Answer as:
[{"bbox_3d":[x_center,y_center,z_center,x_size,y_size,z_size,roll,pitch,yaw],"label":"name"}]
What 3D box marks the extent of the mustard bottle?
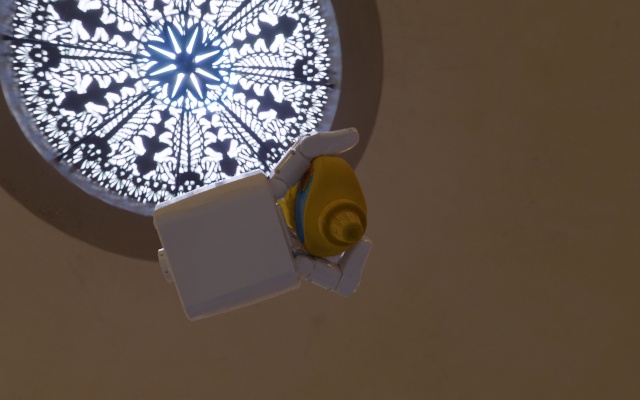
[{"bbox_3d":[0.000,0.001,0.470,0.058,0.096,0.191,6,13,-17],"label":"mustard bottle"}]
